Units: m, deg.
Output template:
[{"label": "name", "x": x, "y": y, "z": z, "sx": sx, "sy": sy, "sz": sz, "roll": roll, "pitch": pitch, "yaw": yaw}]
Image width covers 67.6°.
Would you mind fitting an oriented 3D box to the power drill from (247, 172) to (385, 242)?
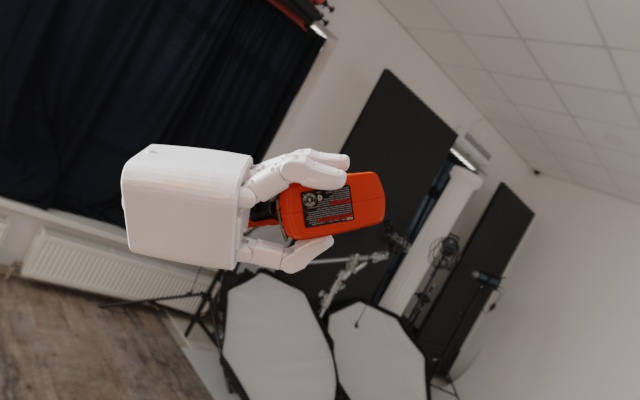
[{"label": "power drill", "x": 0.000, "y": 0.002, "z": 0.544, "sx": 0.184, "sy": 0.057, "sz": 0.187, "roll": -12, "pitch": 3, "yaw": -18}]
